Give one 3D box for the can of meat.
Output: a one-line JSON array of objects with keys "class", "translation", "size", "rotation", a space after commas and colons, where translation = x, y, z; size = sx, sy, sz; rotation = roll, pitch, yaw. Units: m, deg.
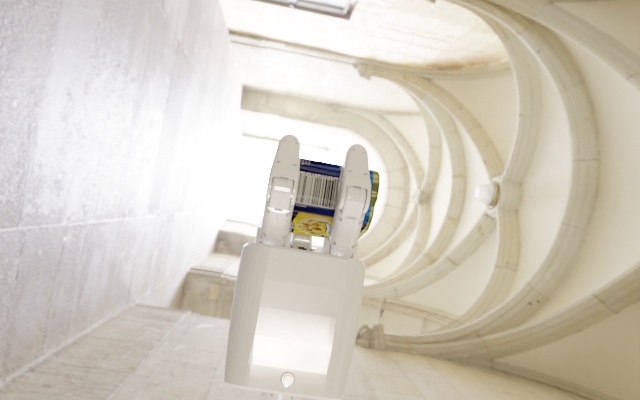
[{"class": "can of meat", "translation": [0.000, 0.001, 0.429], "size": [0.084, 0.057, 0.102], "rotation": [10, -16, -5]}]
